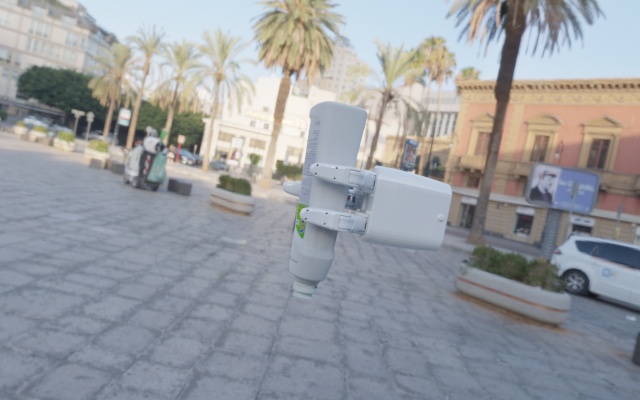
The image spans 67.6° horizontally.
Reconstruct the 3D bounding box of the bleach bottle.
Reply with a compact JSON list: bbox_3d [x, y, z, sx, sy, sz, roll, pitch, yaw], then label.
[{"bbox_3d":[0.000,0.002,0.629,0.068,0.251,0.102,11,2,-13],"label":"bleach bottle"}]
